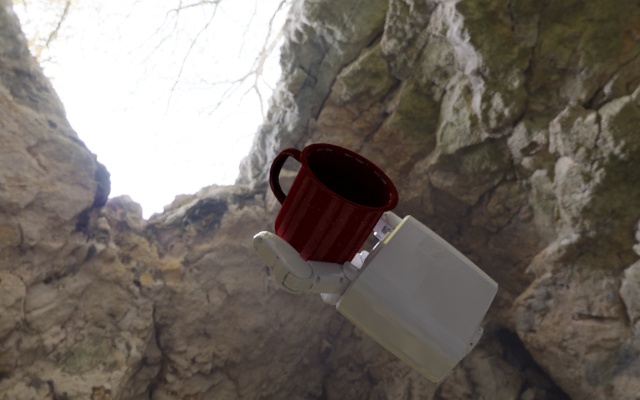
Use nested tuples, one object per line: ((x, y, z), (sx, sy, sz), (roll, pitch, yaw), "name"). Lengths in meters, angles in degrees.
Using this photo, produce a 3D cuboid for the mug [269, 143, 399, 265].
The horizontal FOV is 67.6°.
((-0.001, 0.001, 0.430), (0.117, 0.081, 0.093), (37, 32, 13), "mug")
